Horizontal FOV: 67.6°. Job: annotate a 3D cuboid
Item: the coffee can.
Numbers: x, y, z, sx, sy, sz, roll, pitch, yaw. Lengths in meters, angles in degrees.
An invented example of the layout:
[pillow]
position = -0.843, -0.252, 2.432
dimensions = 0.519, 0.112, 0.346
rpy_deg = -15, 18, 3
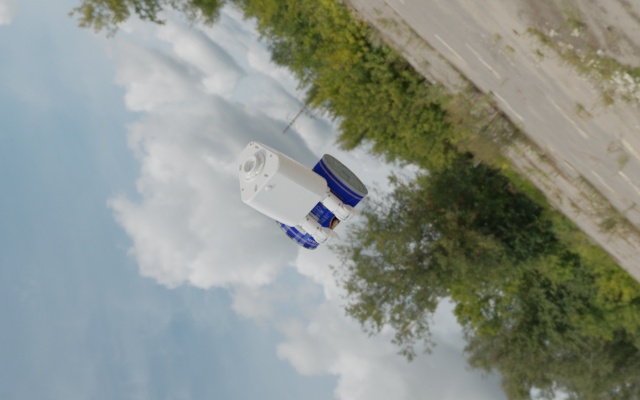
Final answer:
[coffee can]
position = 0.000, 0.003, 0.846
dimensions = 0.103, 0.140, 0.102
rpy_deg = 39, 16, -13
